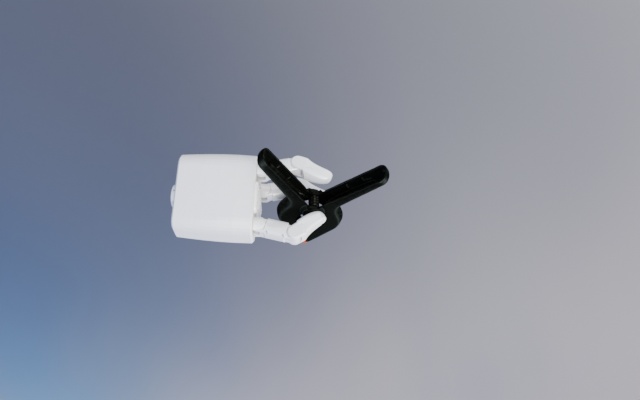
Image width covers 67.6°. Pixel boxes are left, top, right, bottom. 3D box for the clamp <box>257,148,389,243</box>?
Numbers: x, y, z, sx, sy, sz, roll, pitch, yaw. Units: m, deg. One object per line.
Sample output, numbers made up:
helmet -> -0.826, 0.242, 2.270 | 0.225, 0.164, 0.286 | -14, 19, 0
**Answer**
clamp -> 0.000, 0.003, 0.661 | 0.164, 0.036, 0.210 | 5, -31, 0
